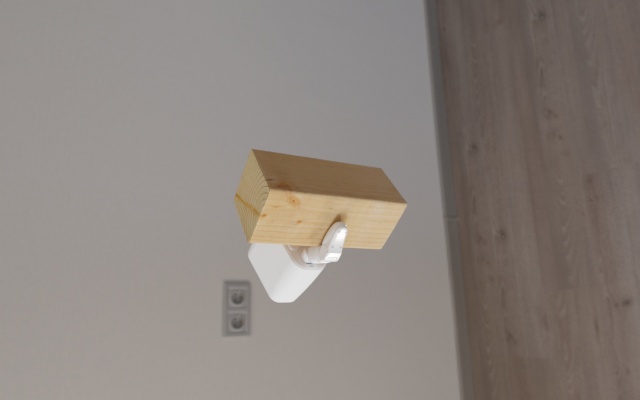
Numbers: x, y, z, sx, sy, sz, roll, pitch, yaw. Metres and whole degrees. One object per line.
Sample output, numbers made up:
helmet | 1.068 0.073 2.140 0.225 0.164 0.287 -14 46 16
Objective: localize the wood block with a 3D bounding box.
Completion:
wood block | 0.000 0.003 0.654 0.206 0.090 0.090 5 37 -29
